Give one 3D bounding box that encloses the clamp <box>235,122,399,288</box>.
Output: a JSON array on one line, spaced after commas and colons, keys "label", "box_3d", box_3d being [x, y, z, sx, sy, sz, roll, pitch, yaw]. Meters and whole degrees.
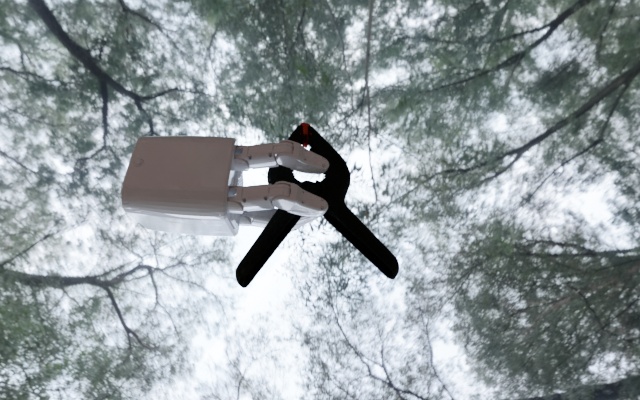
[{"label": "clamp", "box_3d": [0.000, 0.002, 0.528, 0.164, 0.209, 0.036, 4, -34, -4]}]
